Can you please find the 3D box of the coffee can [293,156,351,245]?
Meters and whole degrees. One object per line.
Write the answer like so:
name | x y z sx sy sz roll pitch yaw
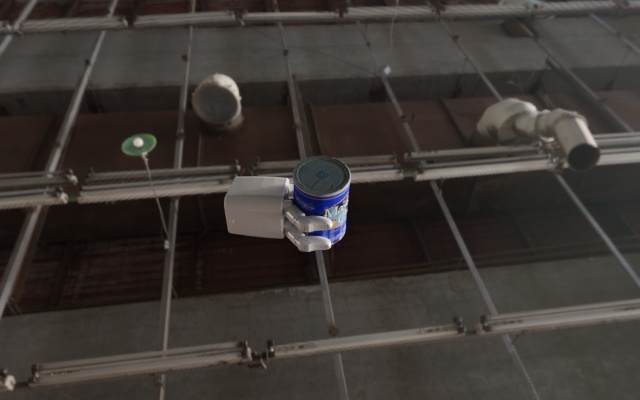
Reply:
coffee can | 0.000 0.003 0.888 0.103 0.102 0.140 1 -45 -1
